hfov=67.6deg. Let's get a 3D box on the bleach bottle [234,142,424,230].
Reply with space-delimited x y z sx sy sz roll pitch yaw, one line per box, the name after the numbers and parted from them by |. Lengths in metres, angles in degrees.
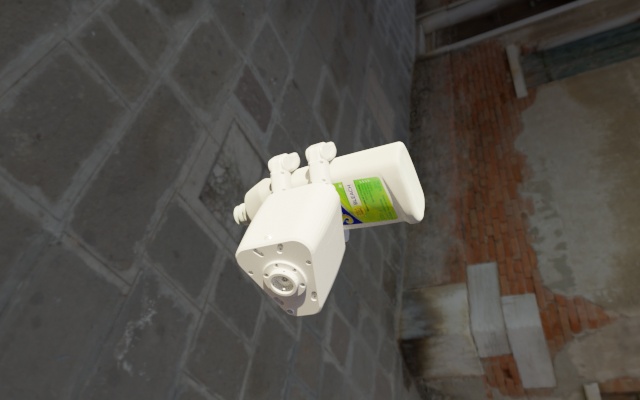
0.000 0.002 0.629 0.251 0.103 0.068 -14 29 24 | bleach bottle
